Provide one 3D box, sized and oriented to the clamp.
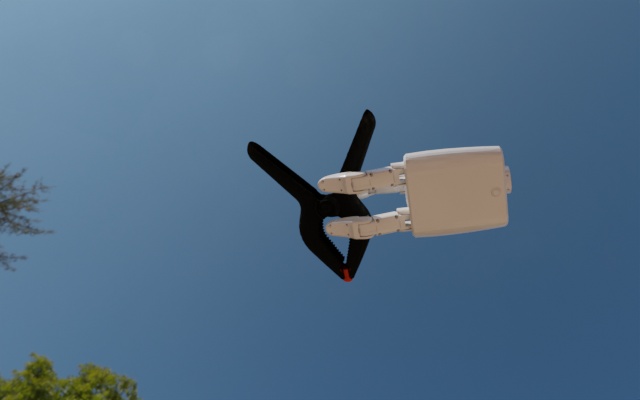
[{"bbox_3d":[0.001,0.002,0.598,0.164,0.210,0.036,-5,15,17],"label":"clamp"}]
